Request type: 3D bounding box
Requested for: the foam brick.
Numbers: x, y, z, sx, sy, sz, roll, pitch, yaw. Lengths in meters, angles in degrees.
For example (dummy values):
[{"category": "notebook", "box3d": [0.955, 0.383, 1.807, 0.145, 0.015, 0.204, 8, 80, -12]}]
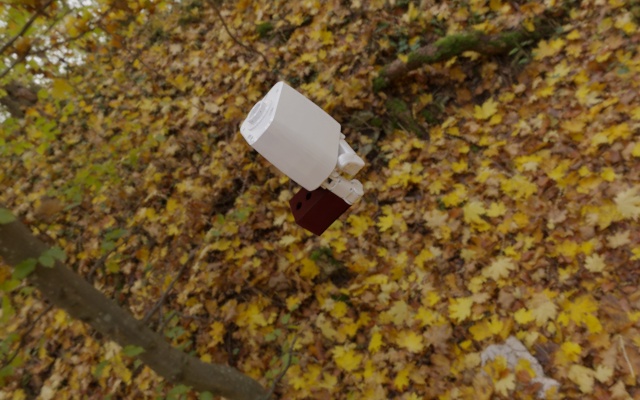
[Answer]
[{"category": "foam brick", "box3d": [0.000, 0.003, 0.697, 0.051, 0.078, 0.053, 28, 26, -37]}]
